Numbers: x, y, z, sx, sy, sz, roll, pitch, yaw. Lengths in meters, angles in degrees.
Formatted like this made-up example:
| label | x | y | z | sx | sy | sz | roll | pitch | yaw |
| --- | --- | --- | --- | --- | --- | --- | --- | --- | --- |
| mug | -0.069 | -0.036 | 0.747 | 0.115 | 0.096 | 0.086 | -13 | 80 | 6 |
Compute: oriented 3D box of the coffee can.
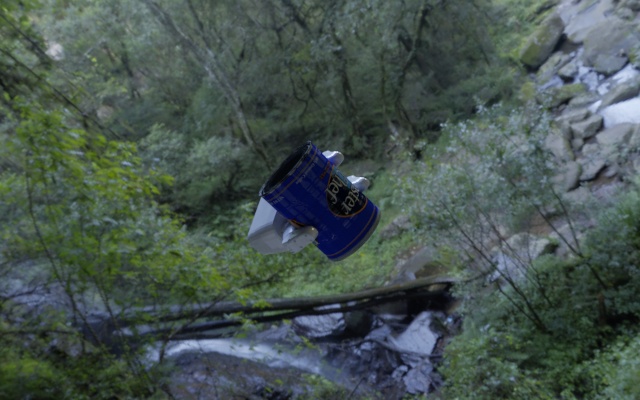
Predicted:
| label | x | y | z | sx | sy | sz | roll | pitch | yaw |
| --- | --- | --- | --- | --- | --- | --- | --- | --- | --- |
| coffee can | 0.000 | 0.002 | 0.666 | 0.140 | 0.103 | 0.103 | 43 | -14 | -15 |
